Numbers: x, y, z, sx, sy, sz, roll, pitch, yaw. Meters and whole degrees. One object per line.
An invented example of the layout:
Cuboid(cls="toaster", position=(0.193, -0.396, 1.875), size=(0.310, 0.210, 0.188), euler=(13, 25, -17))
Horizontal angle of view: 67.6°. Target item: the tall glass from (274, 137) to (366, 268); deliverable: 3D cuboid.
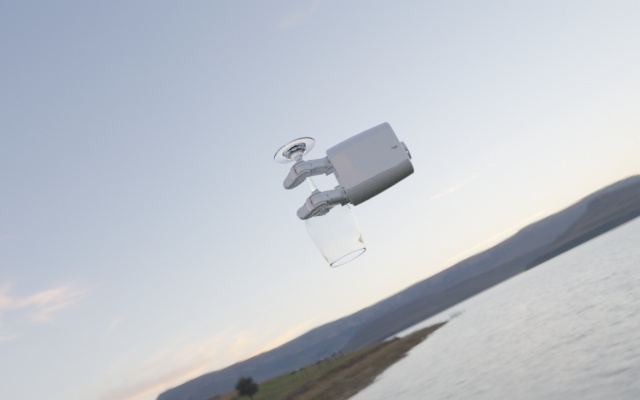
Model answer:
Cuboid(cls="tall glass", position=(0.000, 0.002, 0.751), size=(0.079, 0.201, 0.079), euler=(-24, -17, -8))
